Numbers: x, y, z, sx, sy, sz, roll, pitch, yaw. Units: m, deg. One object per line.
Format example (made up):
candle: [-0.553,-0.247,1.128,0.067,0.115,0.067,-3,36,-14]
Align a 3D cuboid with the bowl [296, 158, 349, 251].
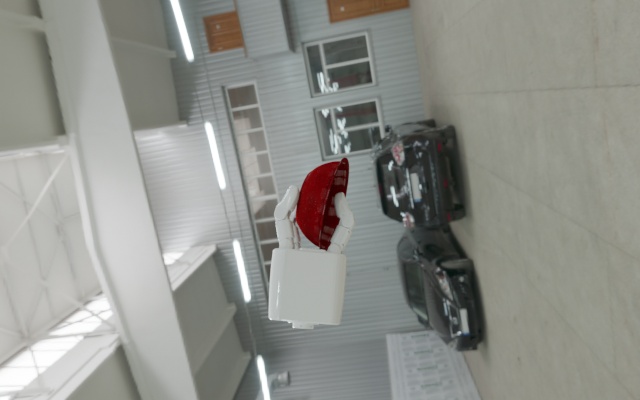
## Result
bowl: [0.000,0.001,0.788,0.055,0.162,0.162,14,3,12]
